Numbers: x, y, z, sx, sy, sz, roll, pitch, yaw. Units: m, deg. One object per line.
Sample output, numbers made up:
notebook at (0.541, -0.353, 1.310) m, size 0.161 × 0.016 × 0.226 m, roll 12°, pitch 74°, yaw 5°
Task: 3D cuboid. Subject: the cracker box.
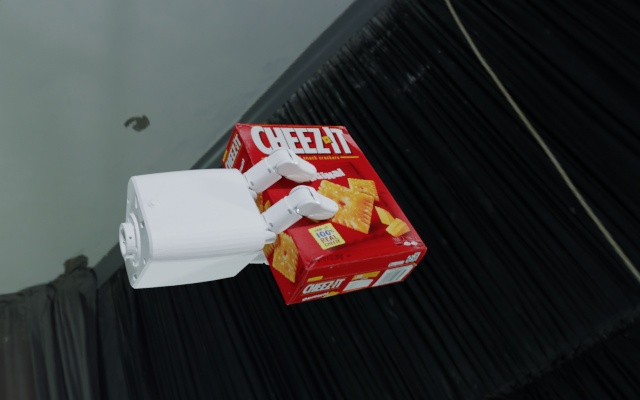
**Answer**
cracker box at (0.000, 0.002, 0.556) m, size 0.164 × 0.213 × 0.072 m, roll -4°, pitch -40°, yaw -34°
